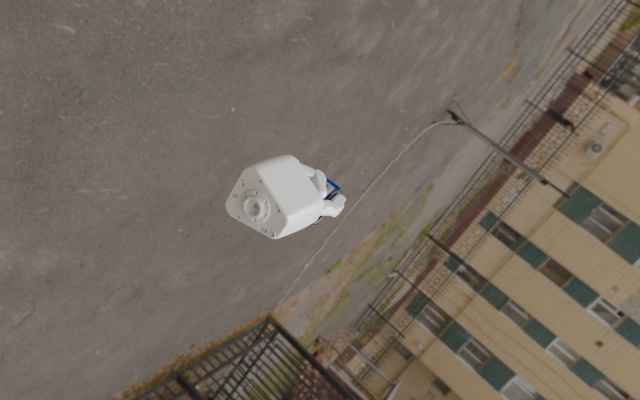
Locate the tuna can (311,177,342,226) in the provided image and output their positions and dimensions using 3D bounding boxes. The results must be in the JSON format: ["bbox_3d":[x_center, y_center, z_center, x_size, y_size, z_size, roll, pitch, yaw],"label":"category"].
[{"bbox_3d":[0.001,0.003,0.852,0.033,0.086,0.086,38,9,12],"label":"tuna can"}]
